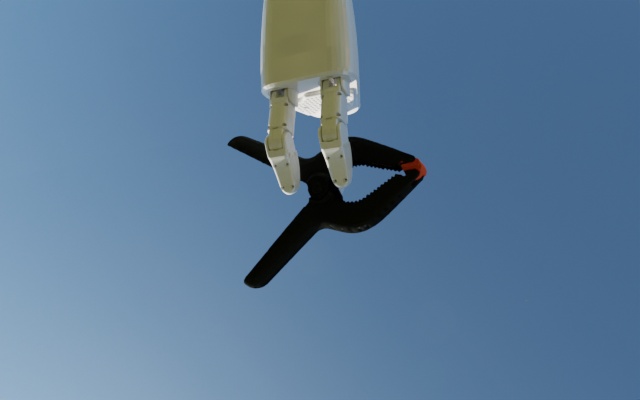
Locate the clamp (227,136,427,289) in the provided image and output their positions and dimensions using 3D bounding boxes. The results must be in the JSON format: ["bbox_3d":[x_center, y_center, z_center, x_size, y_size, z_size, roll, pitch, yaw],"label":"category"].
[{"bbox_3d":[0.001,0.001,0.476,0.210,0.164,0.036,-6,-9,22],"label":"clamp"}]
